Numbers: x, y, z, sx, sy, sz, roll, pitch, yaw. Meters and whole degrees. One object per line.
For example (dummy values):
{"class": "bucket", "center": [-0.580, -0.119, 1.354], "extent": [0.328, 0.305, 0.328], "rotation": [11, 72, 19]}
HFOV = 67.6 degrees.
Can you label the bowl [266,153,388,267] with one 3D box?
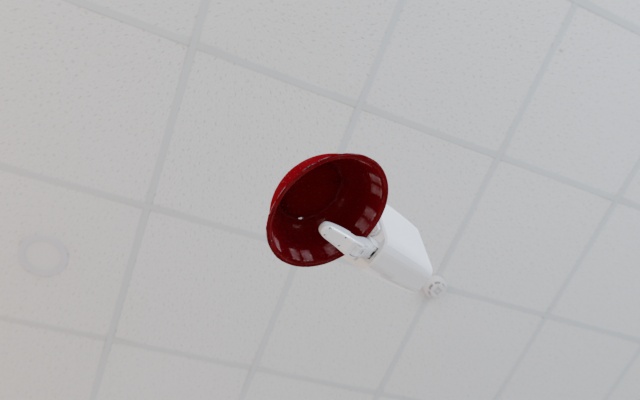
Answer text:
{"class": "bowl", "center": [-0.001, 0.001, 0.575], "extent": [0.162, 0.162, 0.055], "rotation": [0, 34, -34]}
